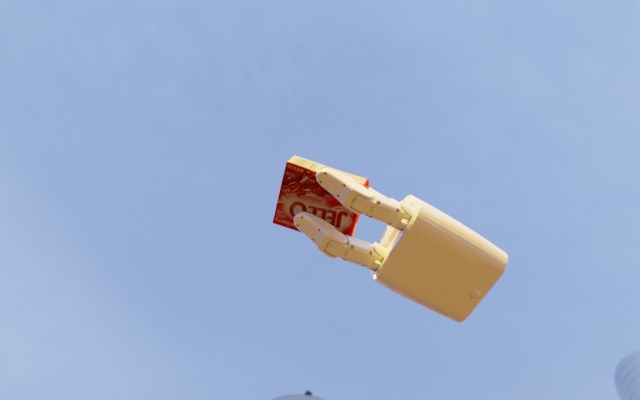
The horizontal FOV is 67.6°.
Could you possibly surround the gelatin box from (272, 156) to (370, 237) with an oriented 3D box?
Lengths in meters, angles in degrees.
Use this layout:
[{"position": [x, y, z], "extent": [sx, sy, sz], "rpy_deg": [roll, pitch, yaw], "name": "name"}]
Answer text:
[{"position": [0.000, 0.001, 0.508], "extent": [0.089, 0.073, 0.030], "rpy_deg": [19, 23, 9], "name": "gelatin box"}]
